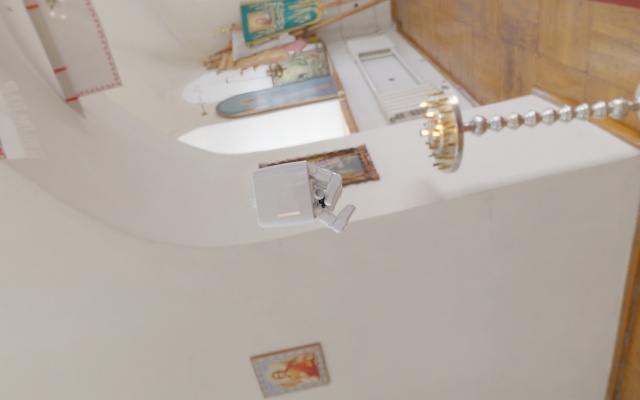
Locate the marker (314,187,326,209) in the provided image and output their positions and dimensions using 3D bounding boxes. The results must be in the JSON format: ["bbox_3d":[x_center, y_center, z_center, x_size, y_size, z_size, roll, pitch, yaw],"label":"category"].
[{"bbox_3d":[0.000,0.003,0.891,0.020,0.020,0.121,0,-17,3],"label":"marker"}]
